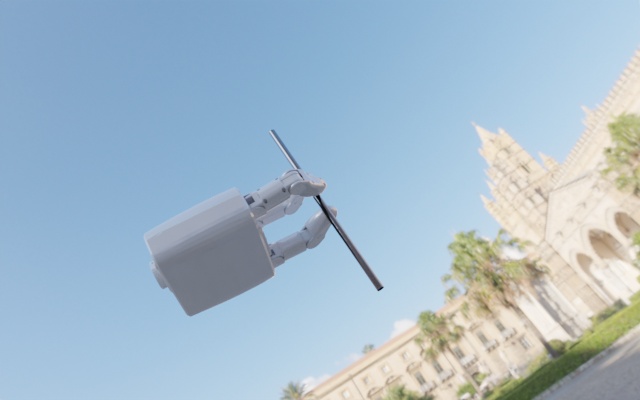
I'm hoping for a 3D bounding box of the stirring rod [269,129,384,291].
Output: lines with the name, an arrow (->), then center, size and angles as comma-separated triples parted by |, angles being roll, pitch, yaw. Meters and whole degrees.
stirring rod -> 0.000, 0.002, 0.535 | 0.011, 0.239, 0.011 | -26, -30, -16
